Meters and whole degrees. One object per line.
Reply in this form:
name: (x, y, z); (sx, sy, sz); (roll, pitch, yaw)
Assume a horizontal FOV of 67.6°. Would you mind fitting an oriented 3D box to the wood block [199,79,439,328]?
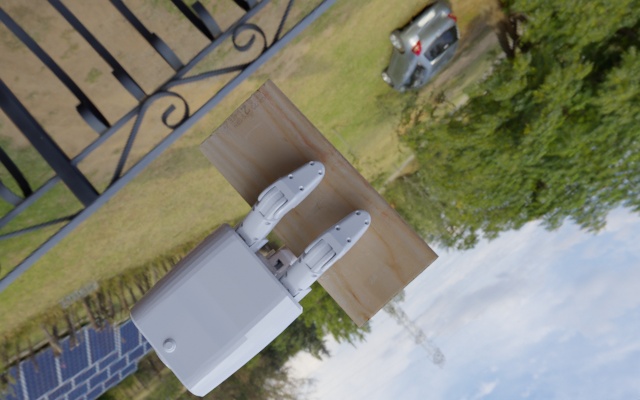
wood block: (0.000, 0.002, 0.439); (0.090, 0.206, 0.091); (-43, -8, 3)
